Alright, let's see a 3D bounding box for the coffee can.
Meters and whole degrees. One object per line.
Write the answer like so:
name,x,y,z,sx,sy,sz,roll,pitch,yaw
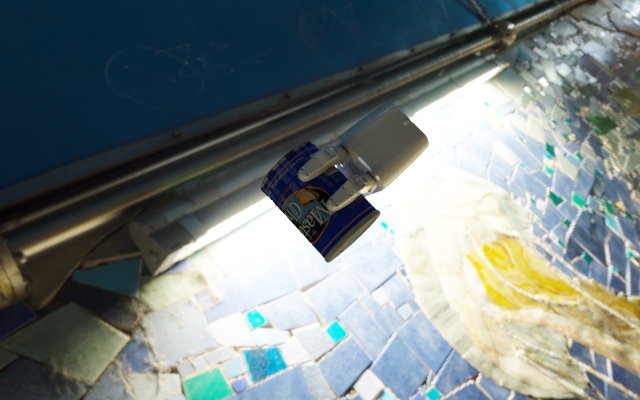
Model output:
coffee can,0.000,0.002,0.670,0.103,0.140,0.103,-41,-11,-10
